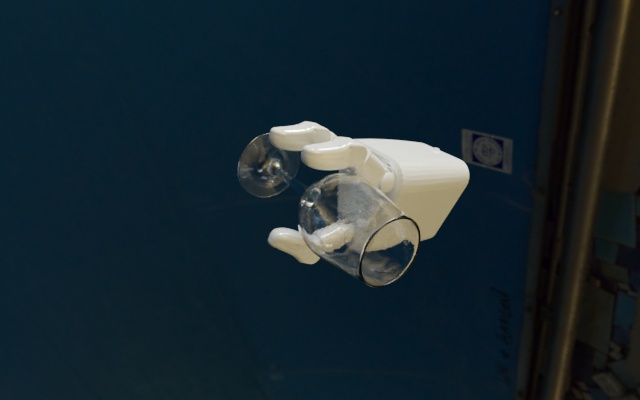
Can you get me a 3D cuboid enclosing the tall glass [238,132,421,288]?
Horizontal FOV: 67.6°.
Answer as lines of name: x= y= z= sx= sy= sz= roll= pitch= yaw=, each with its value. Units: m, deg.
tall glass: x=0.000 y=0.001 z=0.440 sx=0.079 sy=0.079 sz=0.201 roll=0 pitch=23 yaw=-36
